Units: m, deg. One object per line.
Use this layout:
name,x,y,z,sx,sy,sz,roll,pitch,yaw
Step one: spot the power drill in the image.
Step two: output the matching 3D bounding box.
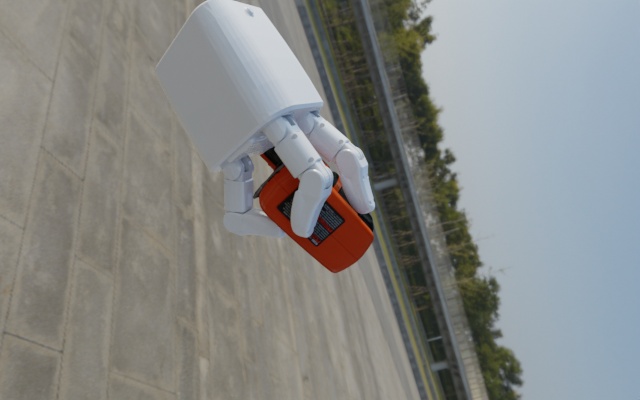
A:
power drill,0.000,0.002,0.495,0.184,0.057,0.187,43,8,-15
